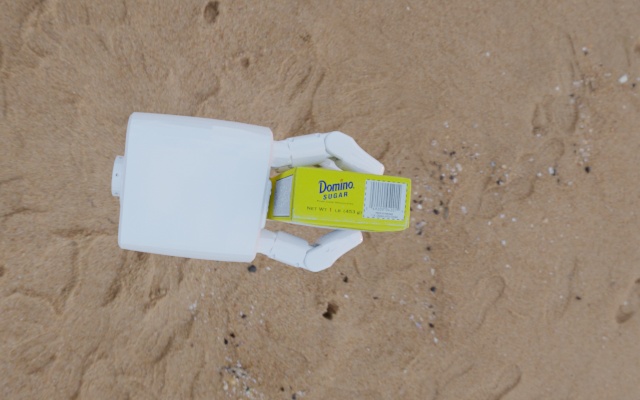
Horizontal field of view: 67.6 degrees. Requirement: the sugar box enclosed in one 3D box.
[{"bbox_3d":[0.000,0.001,0.428,0.093,0.048,0.176,6,-1,-17],"label":"sugar box"}]
